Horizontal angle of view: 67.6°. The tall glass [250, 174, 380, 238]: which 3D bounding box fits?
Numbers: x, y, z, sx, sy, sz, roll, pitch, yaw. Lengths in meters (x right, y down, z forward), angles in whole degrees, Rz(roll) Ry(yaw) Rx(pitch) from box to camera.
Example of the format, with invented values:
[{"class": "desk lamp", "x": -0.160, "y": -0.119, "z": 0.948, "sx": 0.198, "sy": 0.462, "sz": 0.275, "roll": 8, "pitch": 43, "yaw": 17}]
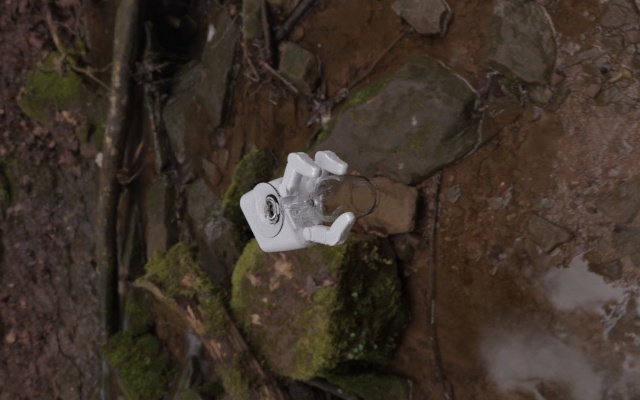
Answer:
[{"class": "tall glass", "x": 0.000, "y": 0.002, "z": 0.695, "sx": 0.201, "sy": 0.079, "sz": 0.079, "roll": -8, "pitch": 6, "yaw": -43}]
